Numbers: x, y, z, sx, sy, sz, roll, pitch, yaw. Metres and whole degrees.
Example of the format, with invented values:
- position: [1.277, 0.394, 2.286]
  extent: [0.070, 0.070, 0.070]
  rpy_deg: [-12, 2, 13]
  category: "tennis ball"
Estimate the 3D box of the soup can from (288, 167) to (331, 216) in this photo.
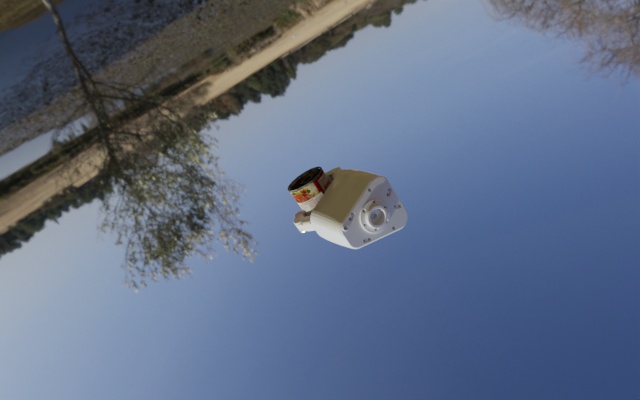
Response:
- position: [0.000, 0.003, 0.813]
  extent: [0.068, 0.102, 0.068]
  rpy_deg: [-30, 20, 12]
  category: "soup can"
